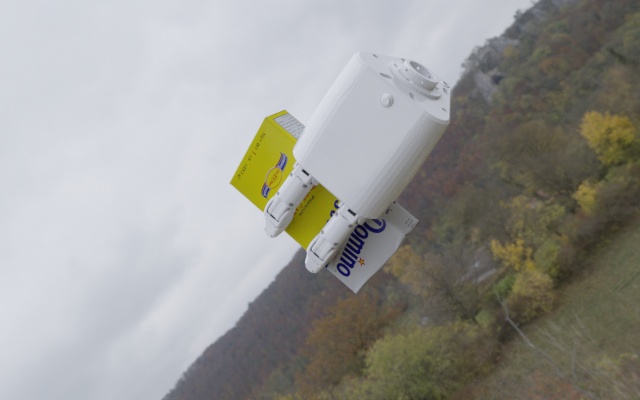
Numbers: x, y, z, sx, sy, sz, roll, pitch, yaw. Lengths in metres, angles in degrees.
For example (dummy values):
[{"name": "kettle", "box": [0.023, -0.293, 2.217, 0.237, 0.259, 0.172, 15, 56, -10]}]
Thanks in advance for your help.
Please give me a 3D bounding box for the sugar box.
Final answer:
[{"name": "sugar box", "box": [0.000, 0.002, 0.478, 0.176, 0.093, 0.048, 41, 34, 10]}]
